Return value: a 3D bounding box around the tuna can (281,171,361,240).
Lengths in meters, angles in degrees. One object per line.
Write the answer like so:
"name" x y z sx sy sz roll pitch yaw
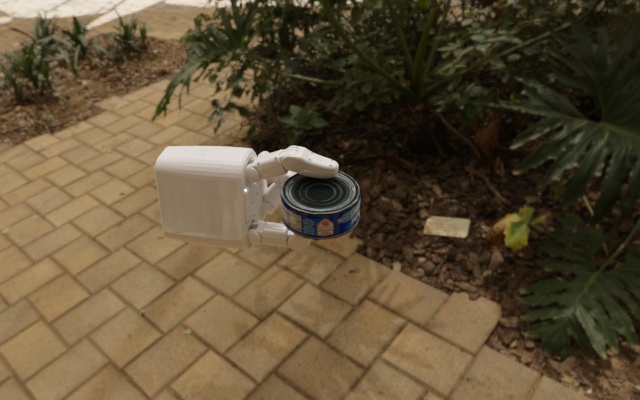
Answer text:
"tuna can" 0.000 0.001 0.509 0.086 0.034 0.086 0 37 0
